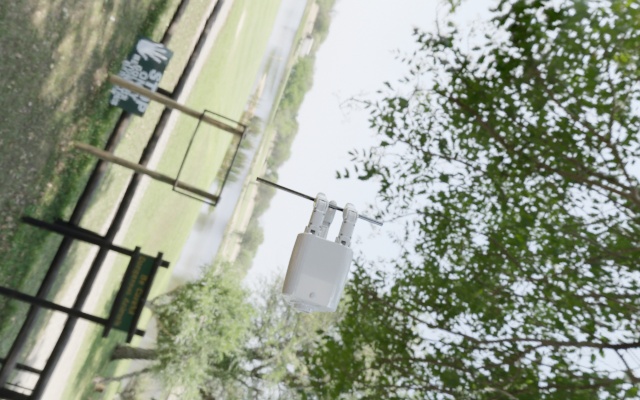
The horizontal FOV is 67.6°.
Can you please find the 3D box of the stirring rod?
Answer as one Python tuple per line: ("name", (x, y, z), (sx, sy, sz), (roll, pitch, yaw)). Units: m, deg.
("stirring rod", (0.000, 0.003, 0.847), (0.239, 0.011, 0.011), (20, -3, -7))
